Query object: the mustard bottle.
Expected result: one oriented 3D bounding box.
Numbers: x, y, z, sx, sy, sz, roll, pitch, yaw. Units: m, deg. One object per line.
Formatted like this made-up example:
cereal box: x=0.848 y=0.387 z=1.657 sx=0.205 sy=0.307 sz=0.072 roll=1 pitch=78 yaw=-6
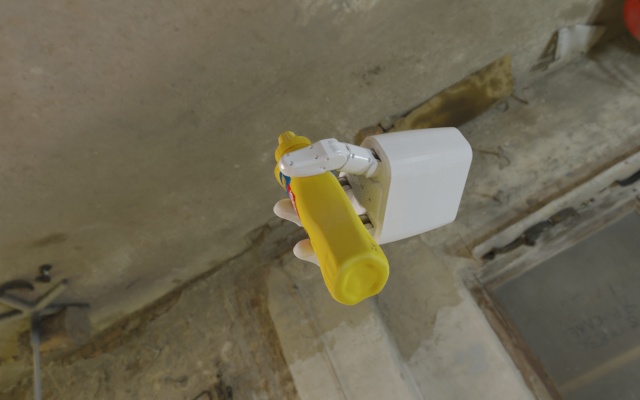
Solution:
mustard bottle: x=0.000 y=0.002 z=0.470 sx=0.058 sy=0.191 sz=0.096 roll=-26 pitch=-32 yaw=-2
